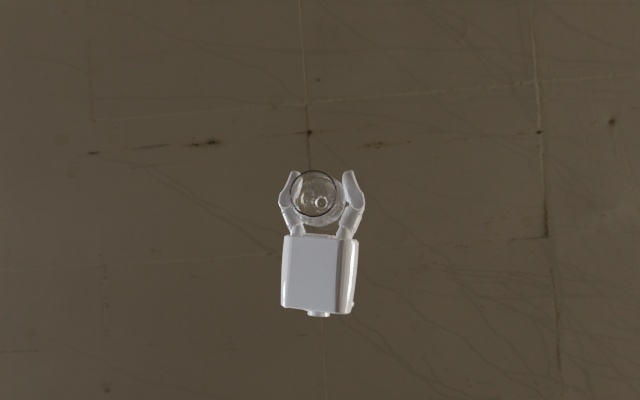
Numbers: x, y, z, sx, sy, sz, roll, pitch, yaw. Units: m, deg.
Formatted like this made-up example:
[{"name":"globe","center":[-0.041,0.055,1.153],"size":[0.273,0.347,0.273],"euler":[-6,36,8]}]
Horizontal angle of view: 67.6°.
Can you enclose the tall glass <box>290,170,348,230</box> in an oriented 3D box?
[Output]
[{"name":"tall glass","center":[0.000,0.002,0.713],"size":[0.079,0.079,0.201],"euler":[0,-7,6]}]
